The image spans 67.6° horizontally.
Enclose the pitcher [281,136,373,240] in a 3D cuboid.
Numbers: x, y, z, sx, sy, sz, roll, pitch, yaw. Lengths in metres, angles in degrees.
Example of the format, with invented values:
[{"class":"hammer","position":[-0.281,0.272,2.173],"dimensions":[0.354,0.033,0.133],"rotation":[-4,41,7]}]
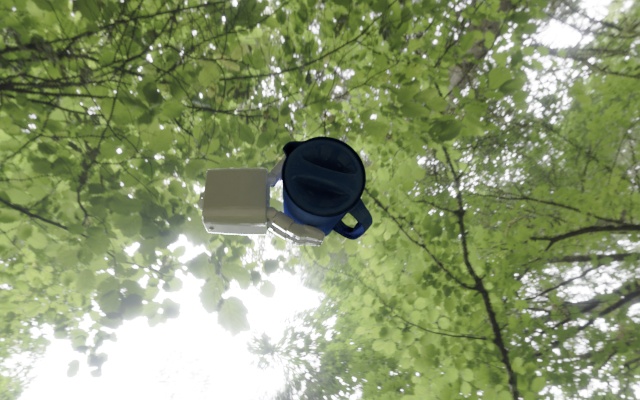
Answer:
[{"class":"pitcher","position":[0.000,0.003,0.846],"dimensions":[0.145,0.149,0.243],"rotation":[-1,-17,-7]}]
